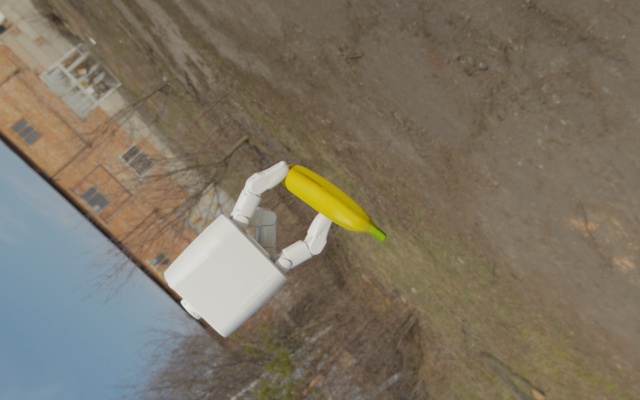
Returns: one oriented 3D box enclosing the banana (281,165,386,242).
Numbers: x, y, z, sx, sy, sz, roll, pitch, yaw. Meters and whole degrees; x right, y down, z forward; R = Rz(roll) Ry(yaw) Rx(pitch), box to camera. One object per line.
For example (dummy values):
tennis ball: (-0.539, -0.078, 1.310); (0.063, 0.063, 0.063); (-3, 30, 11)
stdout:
banana: (-0.005, -0.007, 0.603); (0.197, 0.037, 0.070); (36, -14, 40)
